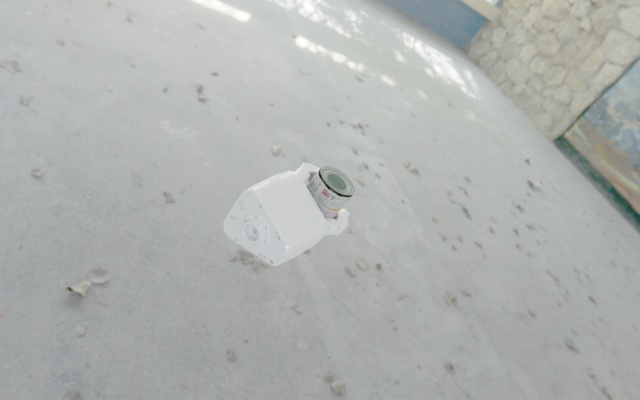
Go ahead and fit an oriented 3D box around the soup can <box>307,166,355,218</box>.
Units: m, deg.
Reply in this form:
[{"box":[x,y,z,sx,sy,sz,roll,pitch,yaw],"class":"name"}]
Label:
[{"box":[0.001,0.002,0.772,0.068,0.068,0.102,0,-42,-46],"class":"soup can"}]
